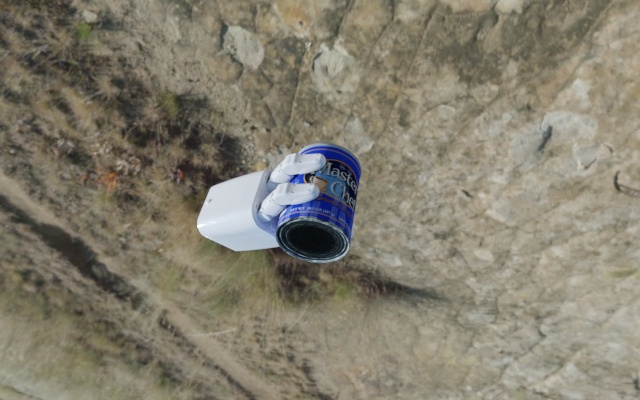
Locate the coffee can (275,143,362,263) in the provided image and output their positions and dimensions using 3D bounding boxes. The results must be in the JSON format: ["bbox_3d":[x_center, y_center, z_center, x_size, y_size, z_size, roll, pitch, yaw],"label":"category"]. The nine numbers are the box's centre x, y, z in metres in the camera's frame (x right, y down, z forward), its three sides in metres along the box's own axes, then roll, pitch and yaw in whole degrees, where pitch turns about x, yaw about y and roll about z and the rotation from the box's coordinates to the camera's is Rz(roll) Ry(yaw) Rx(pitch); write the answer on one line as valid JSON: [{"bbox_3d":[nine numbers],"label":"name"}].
[{"bbox_3d":[0.000,0.002,0.681,0.103,0.140,0.103,7,-39,6],"label":"coffee can"}]
